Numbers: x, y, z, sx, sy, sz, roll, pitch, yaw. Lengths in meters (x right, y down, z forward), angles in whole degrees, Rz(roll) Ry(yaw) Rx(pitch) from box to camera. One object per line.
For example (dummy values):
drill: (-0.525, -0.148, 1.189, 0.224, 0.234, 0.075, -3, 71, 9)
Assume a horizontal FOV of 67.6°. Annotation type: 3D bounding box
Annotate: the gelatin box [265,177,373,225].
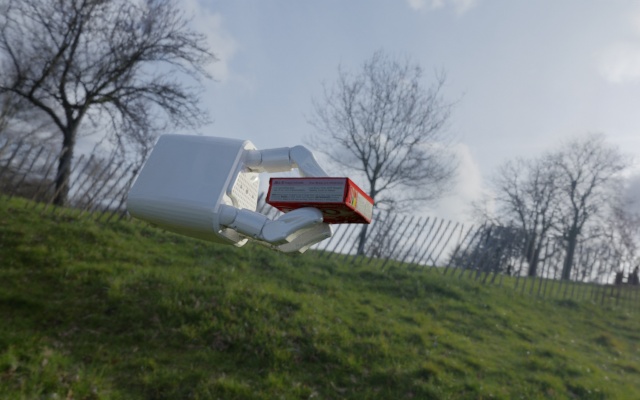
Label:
gelatin box: (0.000, 0.001, 0.487, 0.089, 0.030, 0.073, 0, -18, 26)
